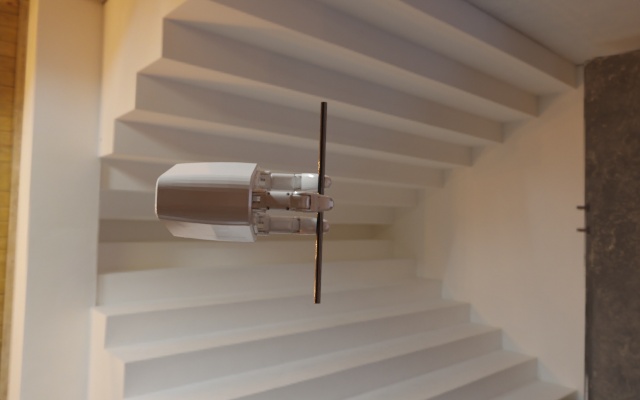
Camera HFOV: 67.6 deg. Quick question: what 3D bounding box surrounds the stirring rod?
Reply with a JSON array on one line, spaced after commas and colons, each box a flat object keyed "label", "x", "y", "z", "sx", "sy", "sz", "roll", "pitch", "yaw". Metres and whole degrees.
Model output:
[{"label": "stirring rod", "x": 0.000, "y": 0.002, "z": 0.572, "sx": 0.011, "sy": 0.239, "sz": 0.011, "roll": 2, "pitch": -2, "yaw": 0}]
